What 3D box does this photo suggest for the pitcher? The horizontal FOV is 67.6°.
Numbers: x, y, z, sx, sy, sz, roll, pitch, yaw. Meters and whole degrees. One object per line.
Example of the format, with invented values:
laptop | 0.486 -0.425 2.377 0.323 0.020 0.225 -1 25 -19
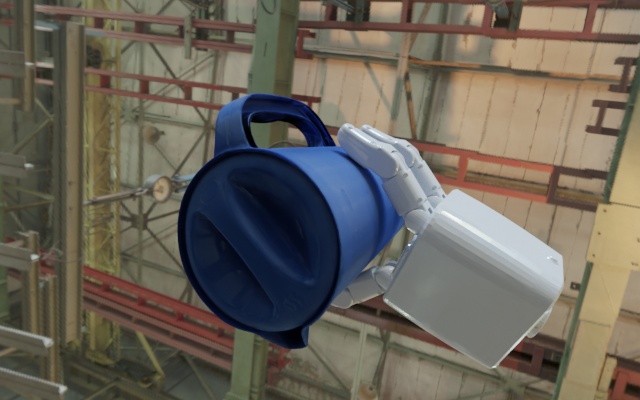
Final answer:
pitcher | 0.000 0.002 0.425 0.145 0.149 0.243 32 22 17
